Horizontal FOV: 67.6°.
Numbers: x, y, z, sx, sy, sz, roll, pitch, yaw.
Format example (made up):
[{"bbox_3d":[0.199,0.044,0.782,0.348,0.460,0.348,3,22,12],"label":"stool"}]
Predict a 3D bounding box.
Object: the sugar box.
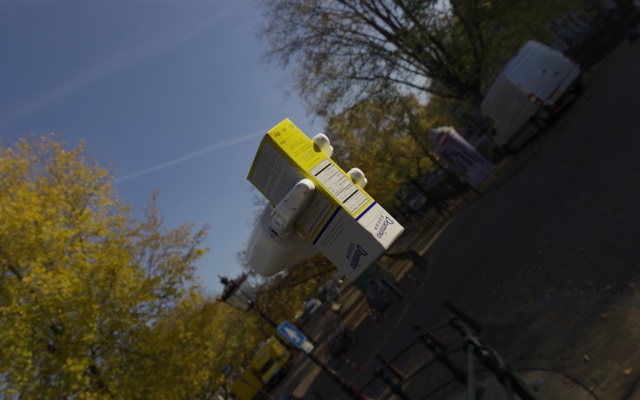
[{"bbox_3d":[0.000,0.001,0.533,0.048,0.176,0.093,-43,-8,-35],"label":"sugar box"}]
